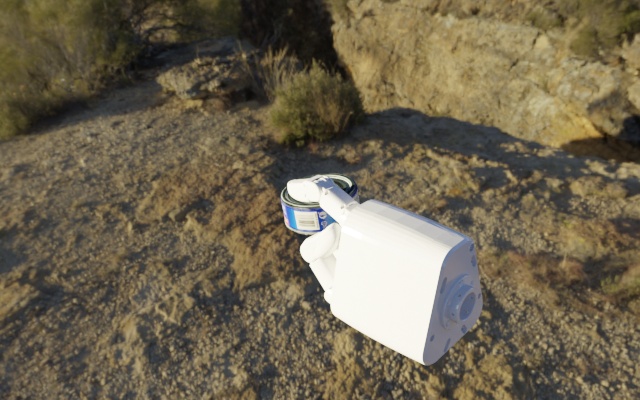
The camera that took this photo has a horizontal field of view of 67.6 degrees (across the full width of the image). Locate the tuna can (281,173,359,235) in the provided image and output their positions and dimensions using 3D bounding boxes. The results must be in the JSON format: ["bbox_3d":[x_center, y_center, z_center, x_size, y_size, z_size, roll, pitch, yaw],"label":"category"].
[{"bbox_3d":[0.000,0.001,0.525,0.086,0.034,0.086,-8,26,4],"label":"tuna can"}]
